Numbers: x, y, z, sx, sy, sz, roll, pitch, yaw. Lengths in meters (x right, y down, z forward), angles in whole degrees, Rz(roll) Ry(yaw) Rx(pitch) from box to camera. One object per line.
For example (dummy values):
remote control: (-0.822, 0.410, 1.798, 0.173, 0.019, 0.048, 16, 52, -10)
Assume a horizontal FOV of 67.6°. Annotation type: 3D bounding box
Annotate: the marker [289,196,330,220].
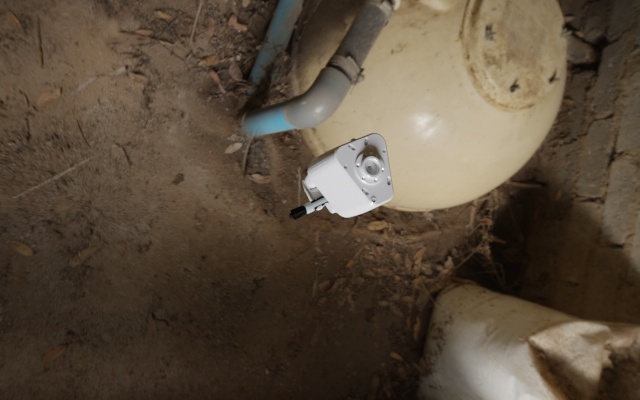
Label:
marker: (0.000, 0.003, 0.819, 0.121, 0.020, 0.020, -25, 10, -24)
